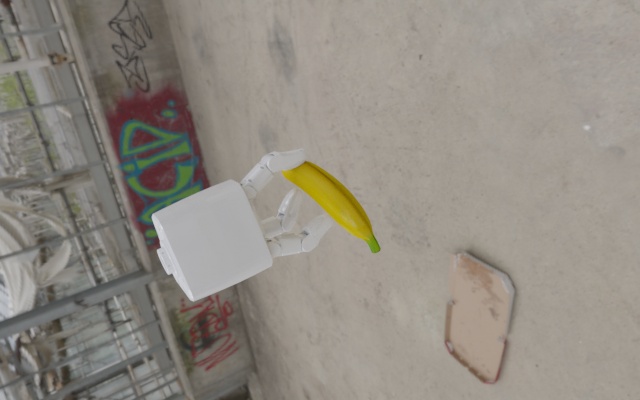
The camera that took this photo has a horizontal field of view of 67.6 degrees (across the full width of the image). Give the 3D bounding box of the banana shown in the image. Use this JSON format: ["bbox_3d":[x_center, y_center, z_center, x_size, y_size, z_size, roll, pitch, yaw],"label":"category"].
[{"bbox_3d":[0.001,-0.009,0.609,0.037,0.070,0.197,-29,51,-22],"label":"banana"}]
